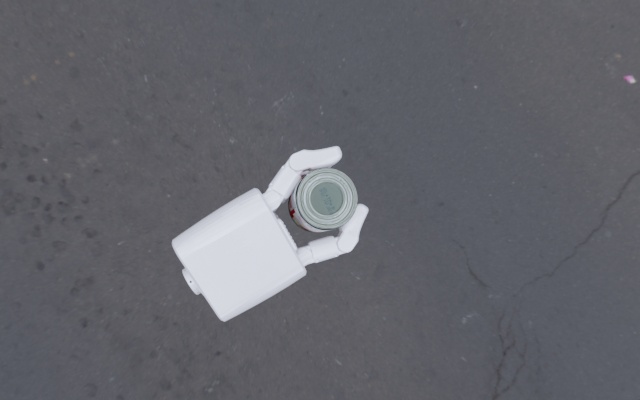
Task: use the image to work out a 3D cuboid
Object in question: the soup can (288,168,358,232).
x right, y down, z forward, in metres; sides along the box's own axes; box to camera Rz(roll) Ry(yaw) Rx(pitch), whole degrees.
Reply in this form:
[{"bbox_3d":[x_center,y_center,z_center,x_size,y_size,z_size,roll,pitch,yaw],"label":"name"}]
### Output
[{"bbox_3d":[0.001,0.002,0.545,0.068,0.068,0.102,0,-5,-8],"label":"soup can"}]
